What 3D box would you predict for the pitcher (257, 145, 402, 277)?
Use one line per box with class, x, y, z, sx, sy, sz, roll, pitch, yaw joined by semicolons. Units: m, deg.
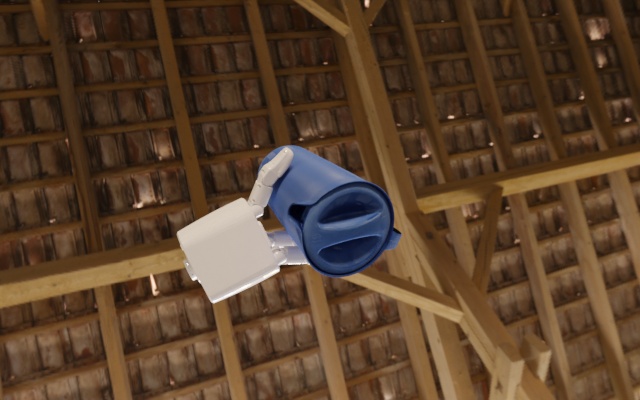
pitcher;0.000;0.002;0.706;0.145;0.149;0.242;-29;30;-12
